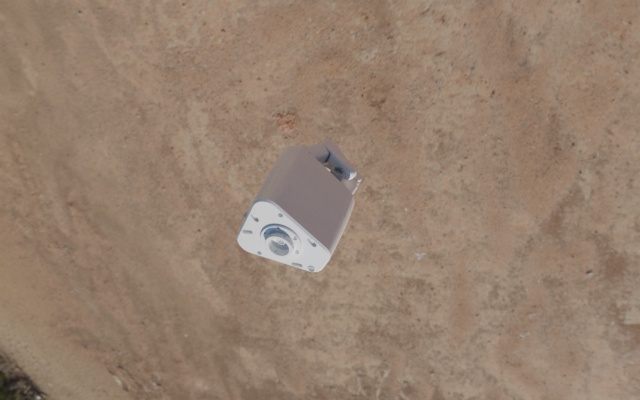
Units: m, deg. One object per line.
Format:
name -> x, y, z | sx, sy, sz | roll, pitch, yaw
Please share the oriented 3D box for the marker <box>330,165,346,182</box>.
marker -> 0.000, 0.002, 0.629 | 0.020, 0.020, 0.121 | 0, -40, -30
